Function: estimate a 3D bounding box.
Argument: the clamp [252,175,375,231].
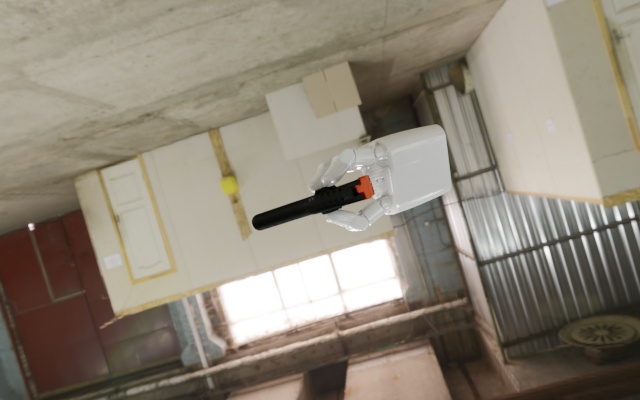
[{"bbox_3d":[0.001,0.003,0.660,0.164,0.036,0.210,-21,2,-22],"label":"clamp"}]
